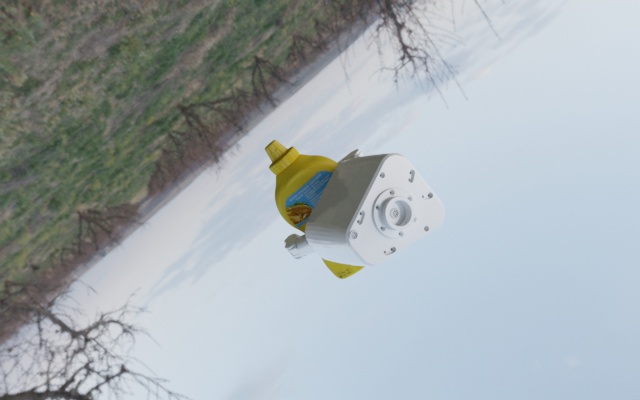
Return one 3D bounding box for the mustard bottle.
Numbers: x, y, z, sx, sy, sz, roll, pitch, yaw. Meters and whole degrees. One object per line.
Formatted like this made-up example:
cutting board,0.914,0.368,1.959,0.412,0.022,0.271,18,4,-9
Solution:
mustard bottle,0.000,0.002,0.597,0.096,0.192,0.058,-40,14,7
